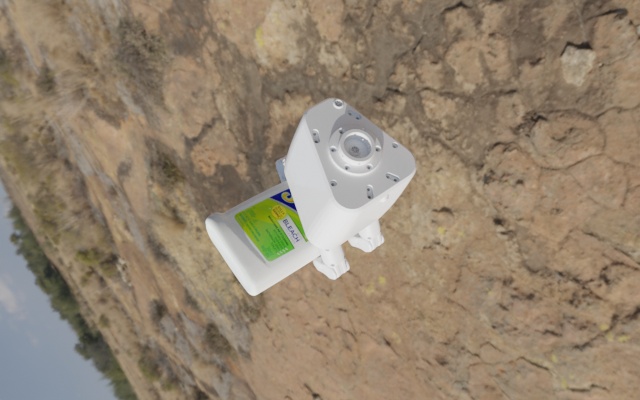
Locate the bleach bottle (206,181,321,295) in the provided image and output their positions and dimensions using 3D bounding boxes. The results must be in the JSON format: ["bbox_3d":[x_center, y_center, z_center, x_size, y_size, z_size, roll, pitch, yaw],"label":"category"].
[{"bbox_3d":[0.000,0.002,0.561,0.251,0.102,0.068,-32,-13,-21],"label":"bleach bottle"}]
